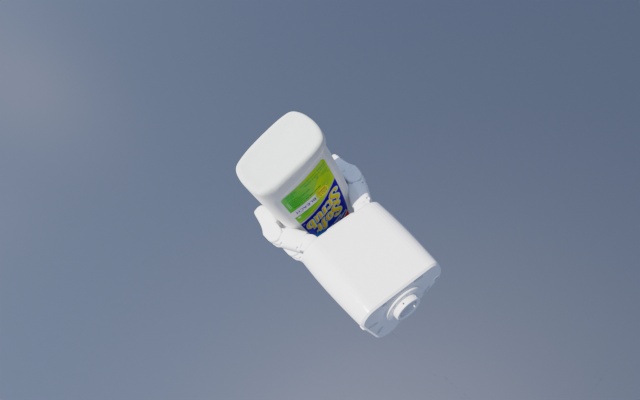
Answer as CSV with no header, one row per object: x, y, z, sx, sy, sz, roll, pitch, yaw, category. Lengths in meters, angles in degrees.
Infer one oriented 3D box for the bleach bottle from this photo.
0.000,0.002,0.595,0.068,0.102,0.251,45,-2,34,bleach bottle
